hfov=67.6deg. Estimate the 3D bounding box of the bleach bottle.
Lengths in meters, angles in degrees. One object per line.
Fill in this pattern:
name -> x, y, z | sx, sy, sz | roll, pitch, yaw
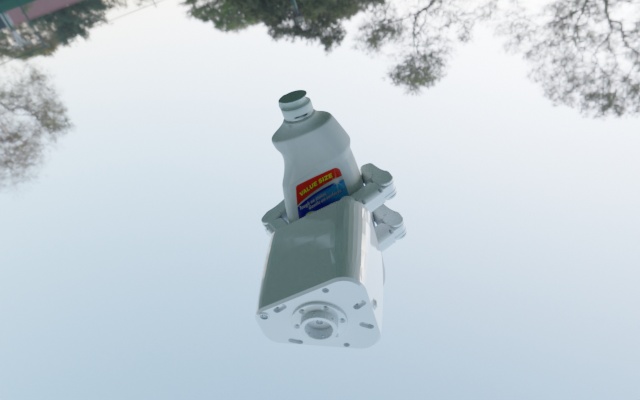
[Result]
bleach bottle -> 0.000, 0.002, 0.524 | 0.102, 0.251, 0.068 | -11, 34, 13
